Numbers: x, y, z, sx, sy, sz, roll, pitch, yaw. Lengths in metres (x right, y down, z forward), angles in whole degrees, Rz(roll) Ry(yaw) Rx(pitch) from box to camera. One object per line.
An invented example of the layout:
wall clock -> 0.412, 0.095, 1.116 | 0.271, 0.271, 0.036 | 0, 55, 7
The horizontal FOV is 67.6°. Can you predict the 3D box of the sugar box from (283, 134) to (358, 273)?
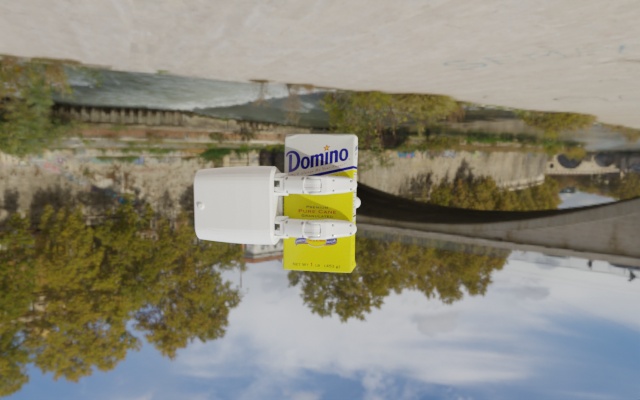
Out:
sugar box -> 0.000, 0.002, 0.623 | 0.093, 0.176, 0.048 | 1, 5, 10
